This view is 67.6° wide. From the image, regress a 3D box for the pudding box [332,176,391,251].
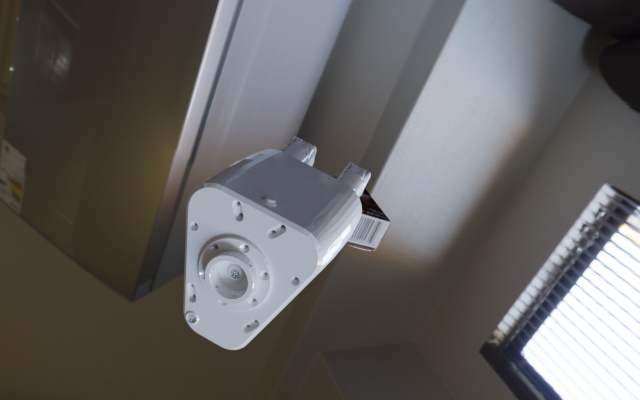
[{"bbox_3d":[0.000,0.002,0.463,0.113,0.039,0.090,18,19,-20],"label":"pudding box"}]
